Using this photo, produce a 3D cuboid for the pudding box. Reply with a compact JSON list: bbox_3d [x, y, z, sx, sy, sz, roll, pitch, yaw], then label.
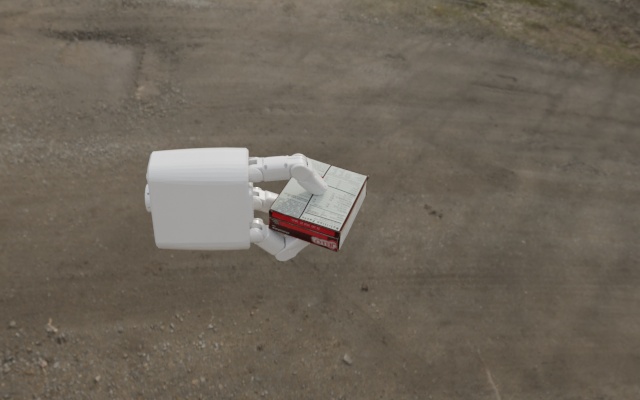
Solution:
[{"bbox_3d":[0.000,0.002,0.580,0.090,0.039,0.113,18,46,13],"label":"pudding box"}]
